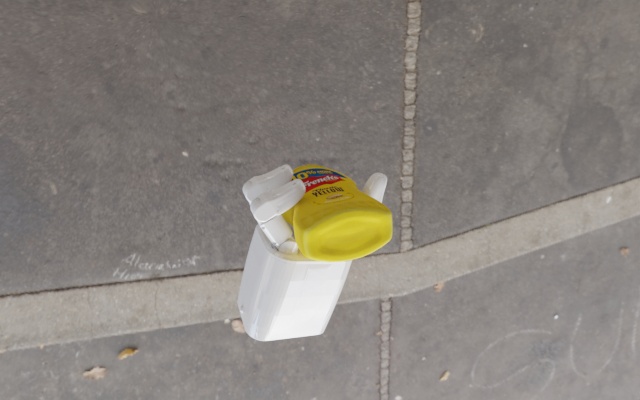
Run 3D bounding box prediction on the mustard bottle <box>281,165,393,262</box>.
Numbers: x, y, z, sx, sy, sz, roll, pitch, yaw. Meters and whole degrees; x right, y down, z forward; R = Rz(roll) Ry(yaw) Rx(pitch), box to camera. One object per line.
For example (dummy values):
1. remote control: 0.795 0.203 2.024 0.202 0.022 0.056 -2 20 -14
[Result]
1. mustard bottle: 0.000 0.002 0.543 0.096 0.058 0.191 -13 24 -14
